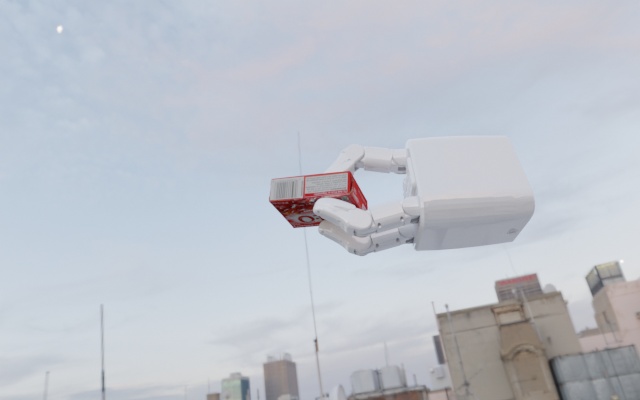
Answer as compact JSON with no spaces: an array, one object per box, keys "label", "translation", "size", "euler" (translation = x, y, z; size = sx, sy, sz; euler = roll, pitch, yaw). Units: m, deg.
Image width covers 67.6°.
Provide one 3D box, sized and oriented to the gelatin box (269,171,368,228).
[{"label":"gelatin box","translation":[0.000,0.001,0.507],"size":[0.089,0.030,0.073],"euler":[-5,-26,17]}]
